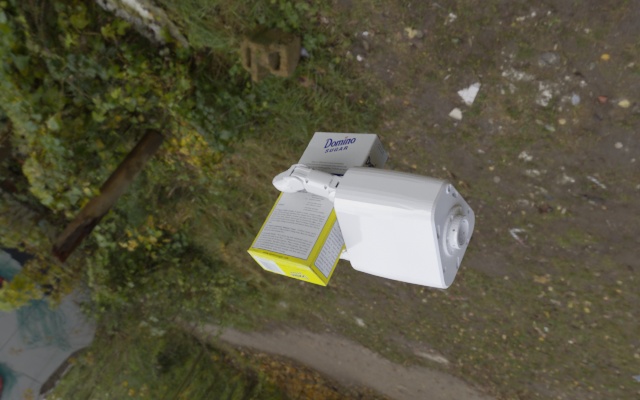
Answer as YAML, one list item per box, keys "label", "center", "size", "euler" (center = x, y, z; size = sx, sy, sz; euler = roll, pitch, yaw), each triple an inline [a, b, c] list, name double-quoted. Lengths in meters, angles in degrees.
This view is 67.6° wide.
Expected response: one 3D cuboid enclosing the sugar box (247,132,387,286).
- label: "sugar box"
  center: [0.000, 0.002, 0.539]
  size: [0.093, 0.176, 0.048]
  euler: [9, -33, 38]
